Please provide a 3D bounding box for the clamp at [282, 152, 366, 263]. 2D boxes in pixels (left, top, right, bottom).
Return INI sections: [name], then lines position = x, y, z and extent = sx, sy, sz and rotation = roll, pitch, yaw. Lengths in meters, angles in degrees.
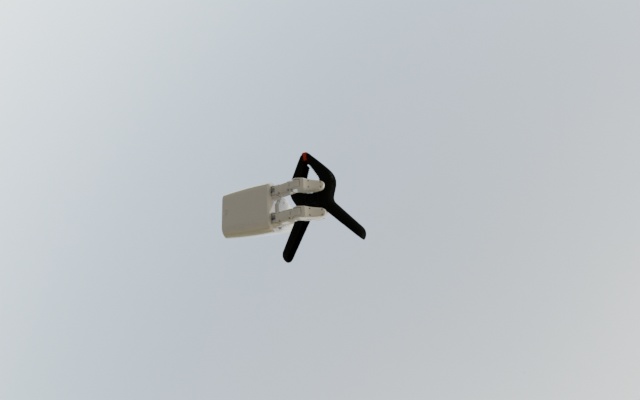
[clamp]
position = 0.000, 0.003, 0.897
extent = 0.164, 0.210, 0.036
rotation = -12, -22, 20
